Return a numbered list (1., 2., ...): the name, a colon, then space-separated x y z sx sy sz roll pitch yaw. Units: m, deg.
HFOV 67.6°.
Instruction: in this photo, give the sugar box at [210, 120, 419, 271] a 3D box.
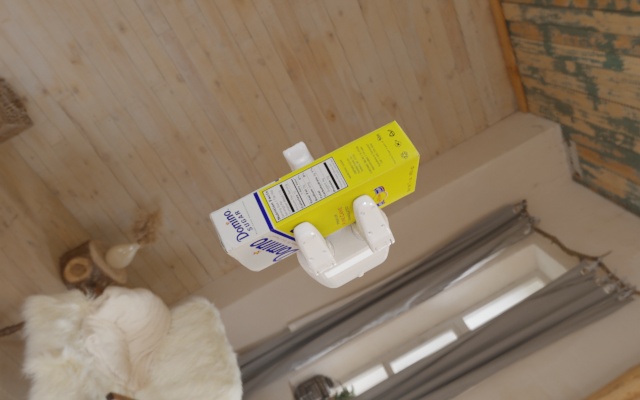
1. sugar box: 0.000 0.002 0.429 0.176 0.048 0.093 -30 -20 -1
